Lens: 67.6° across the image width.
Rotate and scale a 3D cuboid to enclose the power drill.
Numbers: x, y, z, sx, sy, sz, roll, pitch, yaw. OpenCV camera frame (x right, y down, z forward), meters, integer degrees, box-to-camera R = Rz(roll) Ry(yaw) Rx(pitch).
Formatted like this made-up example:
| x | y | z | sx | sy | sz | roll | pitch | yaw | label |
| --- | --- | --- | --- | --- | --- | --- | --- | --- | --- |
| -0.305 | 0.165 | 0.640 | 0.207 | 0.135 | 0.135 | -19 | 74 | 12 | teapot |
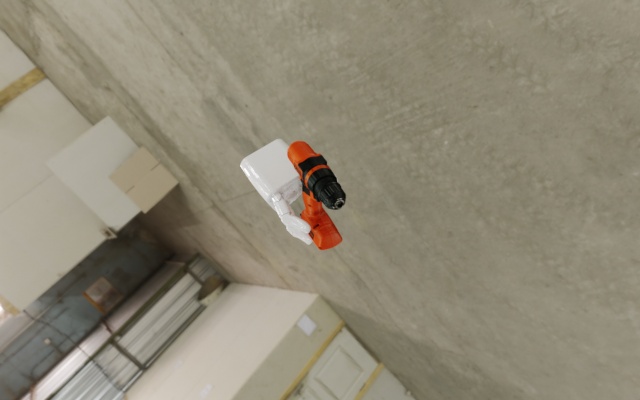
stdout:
| x | y | z | sx | sy | sz | roll | pitch | yaw | label |
| --- | --- | --- | --- | --- | --- | --- | --- | --- | --- |
| 0.000 | 0.003 | 0.886 | 0.057 | 0.188 | 0.184 | -19 | 44 | -14 | power drill |
